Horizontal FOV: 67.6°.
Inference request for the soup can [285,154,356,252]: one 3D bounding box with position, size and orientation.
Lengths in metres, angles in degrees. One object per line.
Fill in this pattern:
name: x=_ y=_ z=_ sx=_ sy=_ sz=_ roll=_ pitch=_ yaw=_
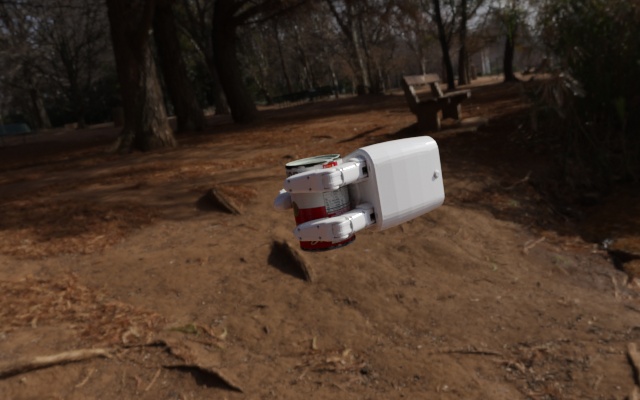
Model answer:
soup can: x=0.000 y=0.002 z=0.562 sx=0.068 sy=0.102 sz=0.068 roll=-10 pitch=11 yaw=2
